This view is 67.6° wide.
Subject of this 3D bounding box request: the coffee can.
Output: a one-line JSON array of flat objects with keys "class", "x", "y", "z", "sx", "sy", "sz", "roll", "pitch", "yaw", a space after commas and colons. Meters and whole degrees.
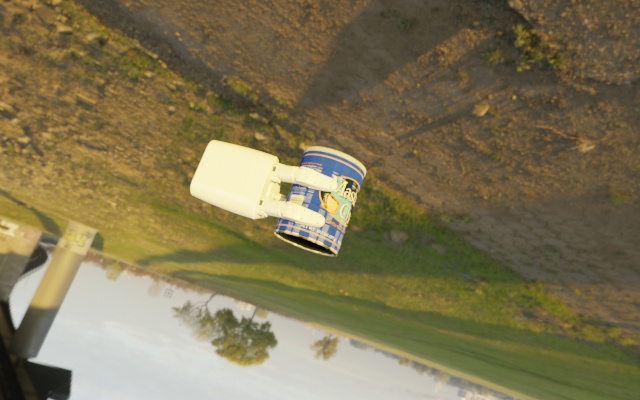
[{"class": "coffee can", "x": 0.000, "y": 0.002, "z": 0.733, "sx": 0.103, "sy": 0.140, "sz": 0.103, "roll": 19, "pitch": -14, "yaw": 5}]
